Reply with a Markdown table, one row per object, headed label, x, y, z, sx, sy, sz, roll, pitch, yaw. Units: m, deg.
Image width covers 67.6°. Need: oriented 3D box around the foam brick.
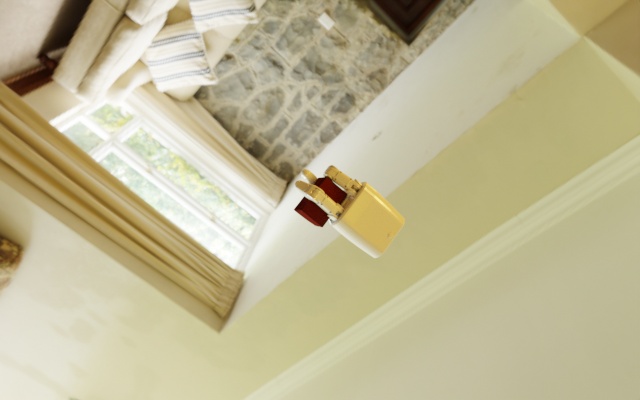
| label | x | y | z | sx | sy | sz | roll | pitch | yaw |
| --- | --- | --- | --- | --- | --- | --- | --- | --- | --- |
| foam brick | 0.000 | 0.003 | 0.856 | 0.051 | 0.078 | 0.053 | 40 | -10 | -15 |
